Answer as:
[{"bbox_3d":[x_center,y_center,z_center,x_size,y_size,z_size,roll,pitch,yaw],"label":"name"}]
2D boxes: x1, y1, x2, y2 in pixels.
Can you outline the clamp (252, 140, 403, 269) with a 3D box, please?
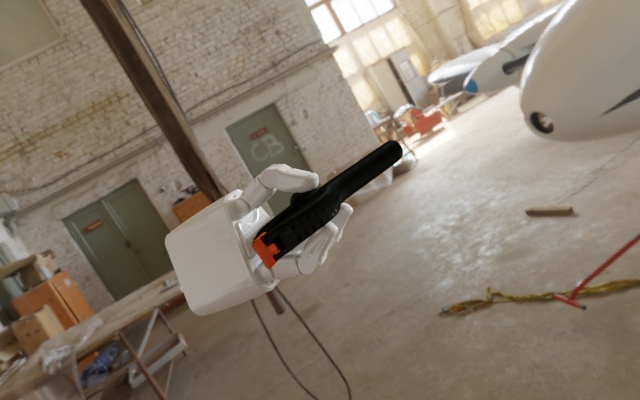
[{"bbox_3d":[-0.001,0.001,0.495,0.164,0.036,0.210,-30,8,27],"label":"clamp"}]
